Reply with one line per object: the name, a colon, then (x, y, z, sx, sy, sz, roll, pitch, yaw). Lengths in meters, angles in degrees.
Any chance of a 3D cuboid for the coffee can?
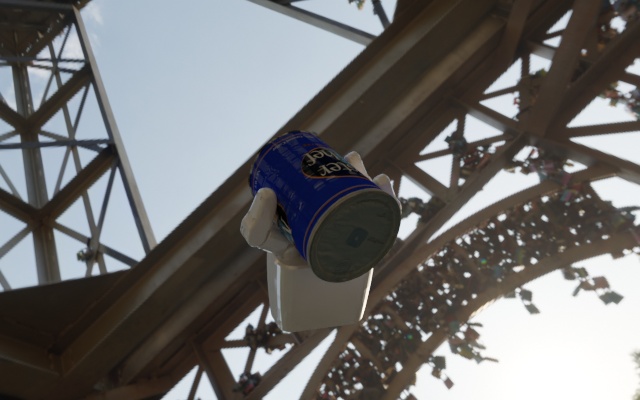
coffee can: (0.000, 0.002, 0.494, 0.103, 0.103, 0.140, 0, 30, -35)
